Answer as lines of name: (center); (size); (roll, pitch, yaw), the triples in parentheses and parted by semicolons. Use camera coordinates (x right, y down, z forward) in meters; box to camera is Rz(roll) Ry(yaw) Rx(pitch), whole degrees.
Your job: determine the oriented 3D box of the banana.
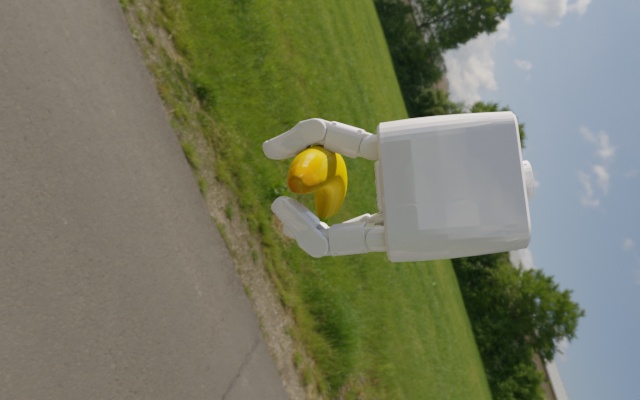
banana: (0.003, -0.016, 0.452); (0.037, 0.069, 0.198); (6, -14, 9)
